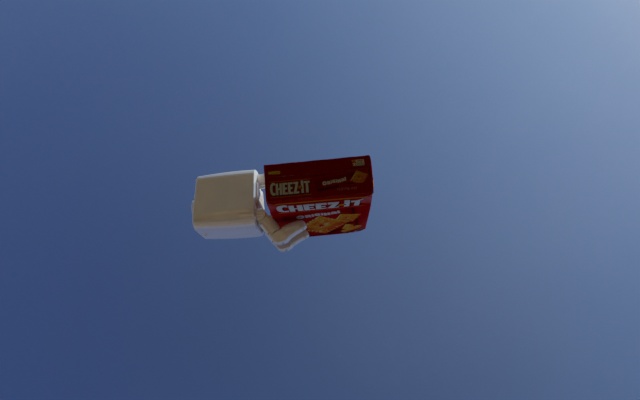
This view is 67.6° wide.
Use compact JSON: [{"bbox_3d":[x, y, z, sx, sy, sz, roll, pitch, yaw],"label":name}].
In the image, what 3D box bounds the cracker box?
[{"bbox_3d":[0.000,0.003,0.809,0.164,0.072,0.214,-6,-18,0],"label":"cracker box"}]
